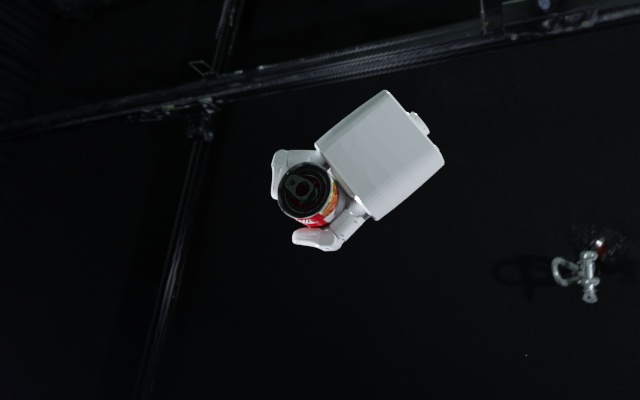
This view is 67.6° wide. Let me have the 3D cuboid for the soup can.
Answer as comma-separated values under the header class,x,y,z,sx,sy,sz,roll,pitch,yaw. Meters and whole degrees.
class,x,y,z,sx,sy,sz,roll,pitch,yaw
soup can,0.000,0.002,0.583,0.068,0.068,0.102,0,-16,23
